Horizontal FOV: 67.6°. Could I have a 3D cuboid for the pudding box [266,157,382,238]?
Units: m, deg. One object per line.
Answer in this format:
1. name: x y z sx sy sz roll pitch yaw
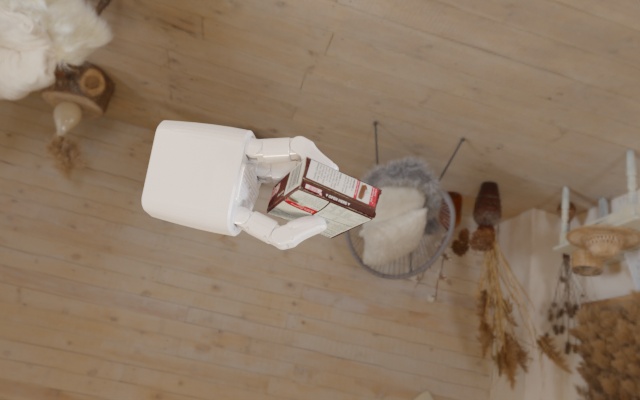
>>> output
1. pudding box: 0.000 0.002 0.525 0.090 0.039 0.113 22 -21 -17
